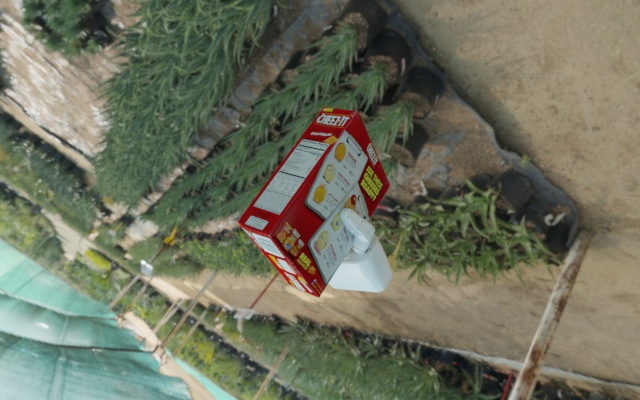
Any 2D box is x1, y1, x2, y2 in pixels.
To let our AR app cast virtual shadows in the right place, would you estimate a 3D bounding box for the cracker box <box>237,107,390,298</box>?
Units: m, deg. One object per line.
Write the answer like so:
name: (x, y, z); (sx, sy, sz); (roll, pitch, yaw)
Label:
cracker box: (0.000, 0.002, 0.672); (0.072, 0.213, 0.164); (17, -28, 36)
